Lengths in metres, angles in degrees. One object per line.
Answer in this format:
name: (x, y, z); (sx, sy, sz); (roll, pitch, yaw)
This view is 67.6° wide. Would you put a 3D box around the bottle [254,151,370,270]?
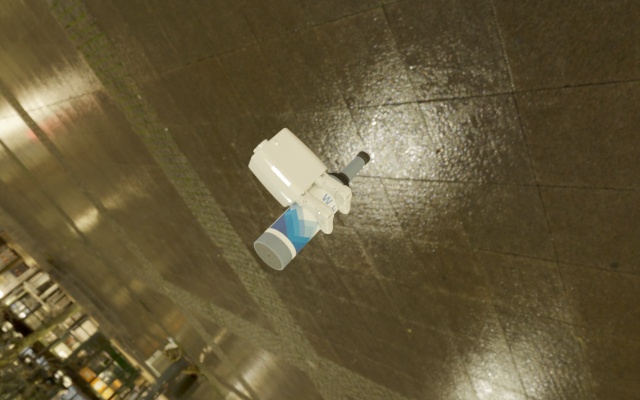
bottle: (0.000, 0.003, 0.884); (0.069, 0.069, 0.295); (0, 38, 50)
